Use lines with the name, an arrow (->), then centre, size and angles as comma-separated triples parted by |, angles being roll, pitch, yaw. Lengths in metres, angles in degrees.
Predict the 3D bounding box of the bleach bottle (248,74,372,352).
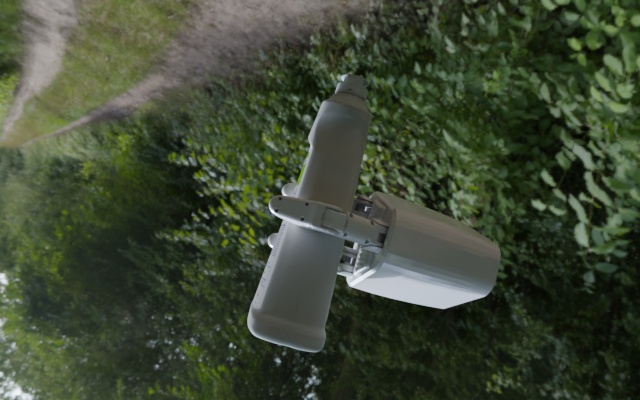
bleach bottle -> 0.000, 0.001, 0.444 | 0.068, 0.251, 0.102 | 17, -7, -9
